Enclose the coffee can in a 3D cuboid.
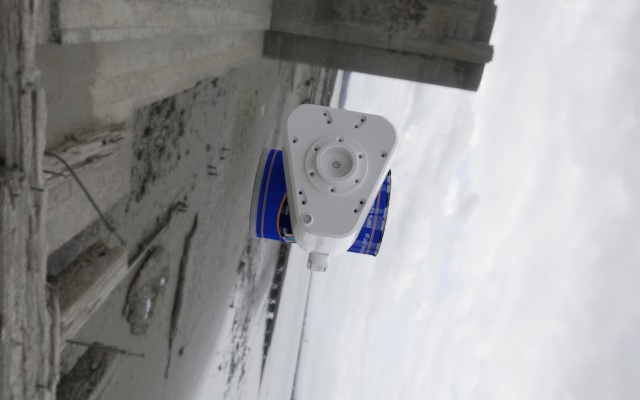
[{"bbox_3d":[0.000,0.002,0.536,0.140,0.103,0.103,9,0,0],"label":"coffee can"}]
